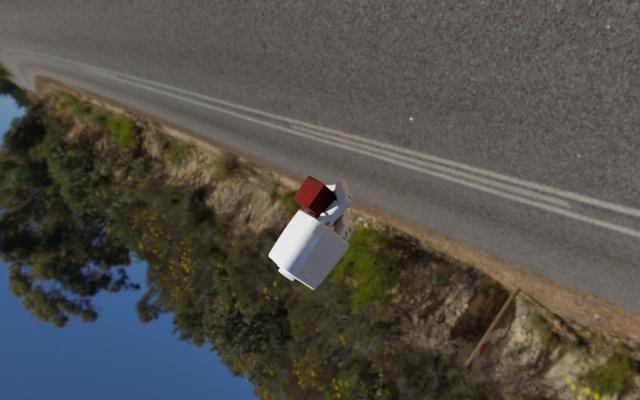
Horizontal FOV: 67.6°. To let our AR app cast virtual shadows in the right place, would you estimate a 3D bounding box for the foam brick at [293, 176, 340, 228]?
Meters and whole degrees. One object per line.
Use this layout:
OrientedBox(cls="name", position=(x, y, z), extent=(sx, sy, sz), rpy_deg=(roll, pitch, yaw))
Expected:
OrientedBox(cls="foam brick", position=(0.000, 0.003, 0.861), extent=(0.078, 0.051, 0.053), rpy_deg=(41, -7, -40))
